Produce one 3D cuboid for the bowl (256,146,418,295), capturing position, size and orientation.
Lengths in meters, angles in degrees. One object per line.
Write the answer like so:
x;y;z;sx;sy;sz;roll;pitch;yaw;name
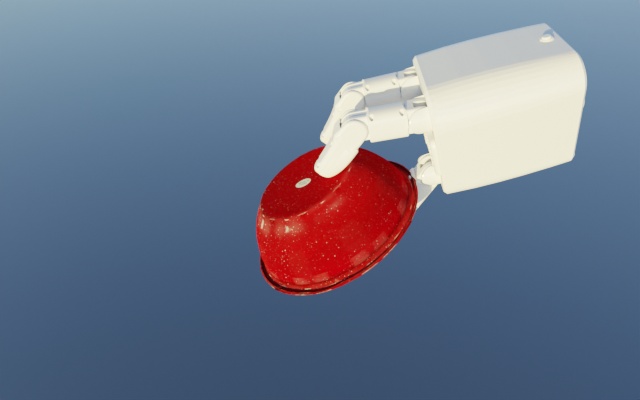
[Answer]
-0.001;0.002;0.418;0.162;0.162;0.055;0;-44;45;bowl
